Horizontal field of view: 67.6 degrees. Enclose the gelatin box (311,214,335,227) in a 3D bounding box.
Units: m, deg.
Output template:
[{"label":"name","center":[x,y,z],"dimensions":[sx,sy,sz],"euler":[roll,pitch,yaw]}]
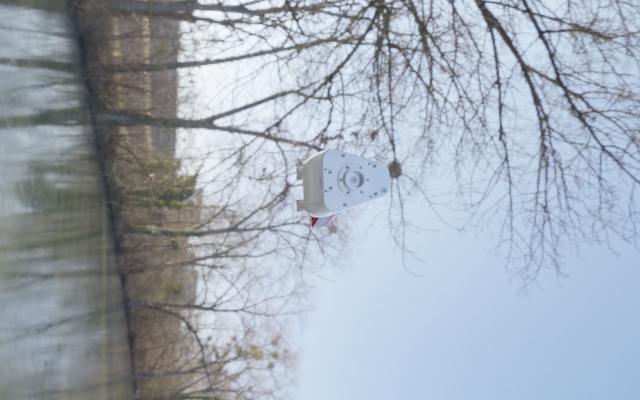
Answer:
[{"label":"gelatin box","center":[0.001,0.003,0.867],"dimensions":[0.030,0.073,0.089],"euler":[-4,-16,-11]}]
